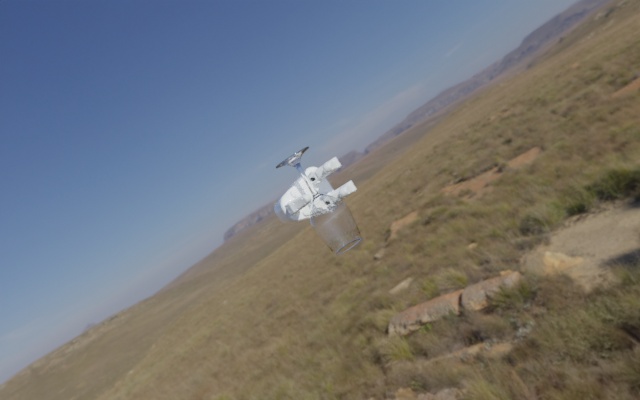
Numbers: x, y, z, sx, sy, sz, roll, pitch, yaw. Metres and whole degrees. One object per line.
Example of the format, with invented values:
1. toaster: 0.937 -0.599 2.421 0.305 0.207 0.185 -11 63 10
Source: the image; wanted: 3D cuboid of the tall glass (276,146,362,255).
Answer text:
1. tall glass: 0.000 0.002 0.897 0.079 0.201 0.079 -32 2 1
